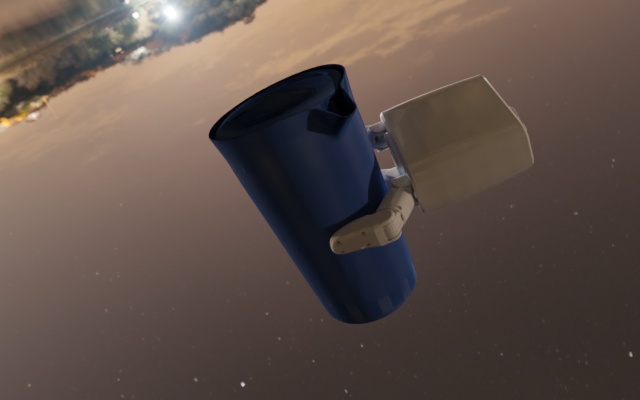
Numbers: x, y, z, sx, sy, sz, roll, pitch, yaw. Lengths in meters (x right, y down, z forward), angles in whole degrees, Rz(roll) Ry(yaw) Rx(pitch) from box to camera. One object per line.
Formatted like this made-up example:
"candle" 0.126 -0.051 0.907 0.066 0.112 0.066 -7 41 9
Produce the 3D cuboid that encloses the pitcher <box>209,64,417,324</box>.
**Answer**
"pitcher" 0.000 0.002 0.477 0.145 0.243 0.149 -23 27 8
